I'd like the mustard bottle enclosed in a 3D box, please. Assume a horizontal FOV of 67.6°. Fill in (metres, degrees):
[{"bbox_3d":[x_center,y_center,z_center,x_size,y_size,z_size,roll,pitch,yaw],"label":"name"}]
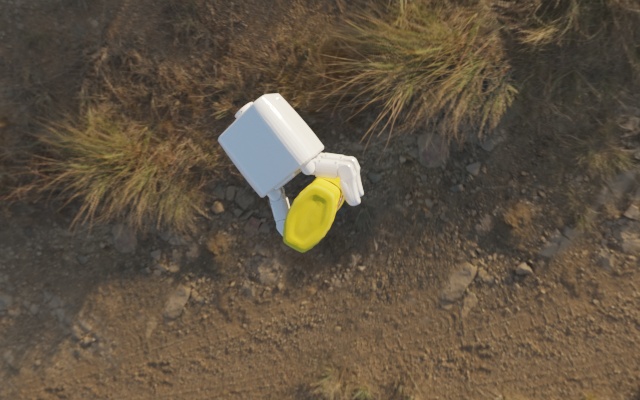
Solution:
[{"bbox_3d":[0.000,0.003,0.697,0.058,0.096,0.191,28,17,2],"label":"mustard bottle"}]
